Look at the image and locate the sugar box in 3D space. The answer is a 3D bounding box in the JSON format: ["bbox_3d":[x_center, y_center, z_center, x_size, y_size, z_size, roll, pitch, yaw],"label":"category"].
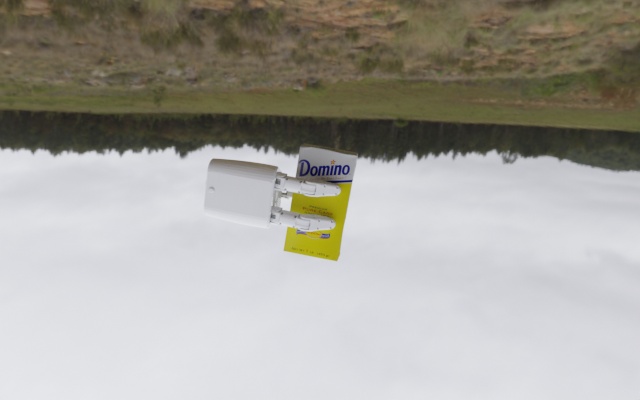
[{"bbox_3d":[0.000,0.003,0.772,0.093,0.176,0.048,10,14,4],"label":"sugar box"}]
